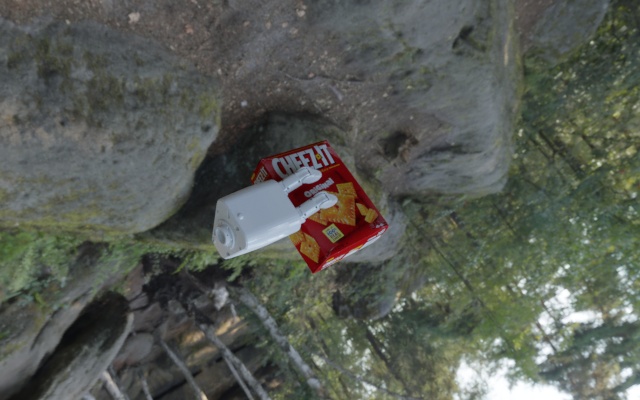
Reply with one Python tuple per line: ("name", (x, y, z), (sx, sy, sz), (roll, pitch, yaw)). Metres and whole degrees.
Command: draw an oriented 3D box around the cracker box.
("cracker box", (0.000, 0.003, 0.868), (0.164, 0.213, 0.072), (-22, -20, -38))
